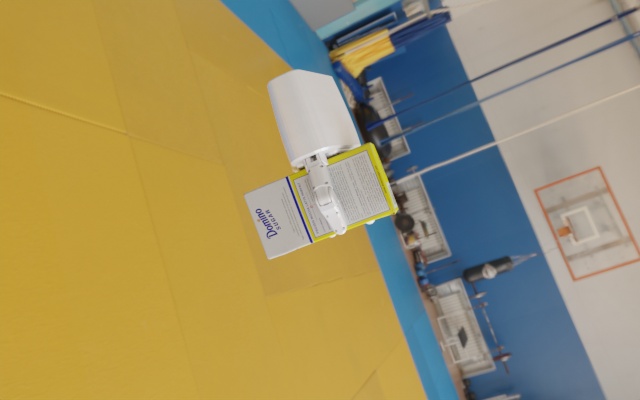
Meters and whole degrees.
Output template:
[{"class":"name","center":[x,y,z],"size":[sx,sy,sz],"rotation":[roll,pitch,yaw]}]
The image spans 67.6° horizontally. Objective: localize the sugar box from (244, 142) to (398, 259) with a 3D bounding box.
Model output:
[{"class":"sugar box","center":[0.000,0.002,0.609],"size":[0.176,0.093,0.048],"rotation":[-21,-1,15]}]
